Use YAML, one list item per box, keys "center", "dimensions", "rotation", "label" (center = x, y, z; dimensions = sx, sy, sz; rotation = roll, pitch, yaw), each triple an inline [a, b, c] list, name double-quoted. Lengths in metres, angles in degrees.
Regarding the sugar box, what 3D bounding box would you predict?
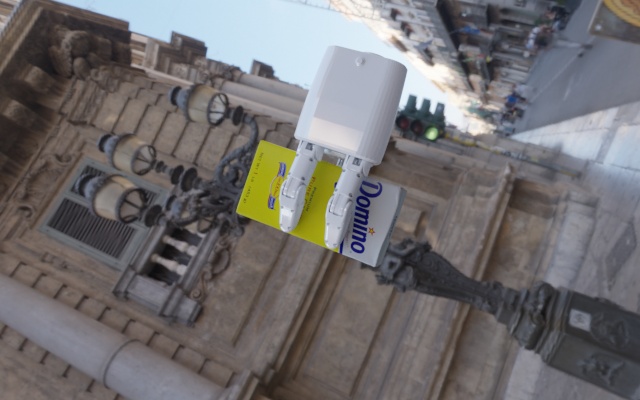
- center: [0.000, 0.002, 0.548]
  dimensions: [0.176, 0.093, 0.048]
  rotation: [19, 3, 18]
  label: "sugar box"
